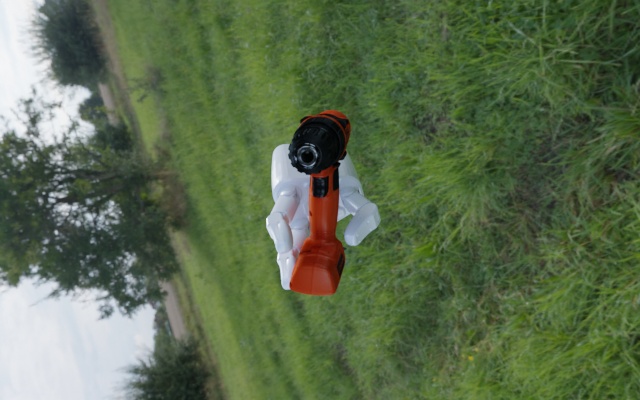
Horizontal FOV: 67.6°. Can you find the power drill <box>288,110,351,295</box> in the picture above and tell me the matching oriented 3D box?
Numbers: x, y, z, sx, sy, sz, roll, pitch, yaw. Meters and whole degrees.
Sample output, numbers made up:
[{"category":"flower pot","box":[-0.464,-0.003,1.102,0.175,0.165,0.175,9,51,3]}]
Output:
[{"category":"power drill","box":[0.000,0.002,0.511,0.057,0.188,0.184,7,18,9]}]
